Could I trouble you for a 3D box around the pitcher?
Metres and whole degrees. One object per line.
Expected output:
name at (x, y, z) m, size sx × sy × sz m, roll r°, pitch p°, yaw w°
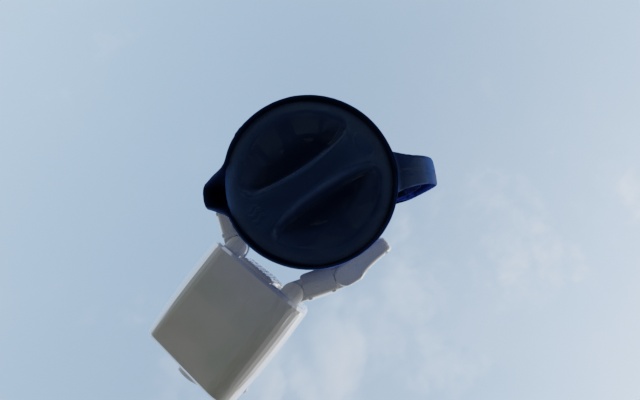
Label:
pitcher at (0.000, 0.002, 0.467) m, size 0.149 × 0.145 × 0.243 m, roll 36°, pitch -8°, yaw 4°
